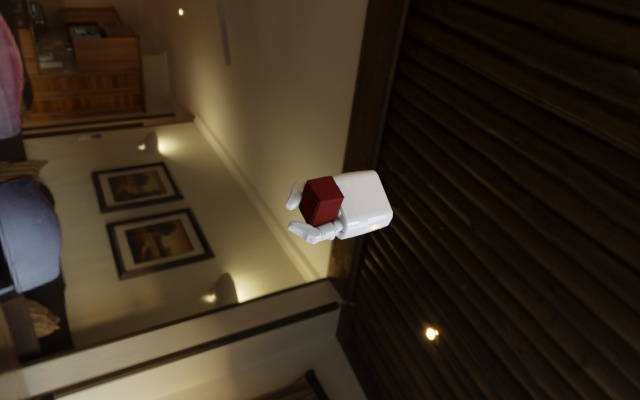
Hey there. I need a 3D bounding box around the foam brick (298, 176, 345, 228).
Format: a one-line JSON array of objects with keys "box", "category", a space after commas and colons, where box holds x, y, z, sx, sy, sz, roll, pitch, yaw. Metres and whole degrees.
[{"box": [0.000, 0.003, 0.840, 0.051, 0.053, 0.078, -12, -34, -26], "category": "foam brick"}]
